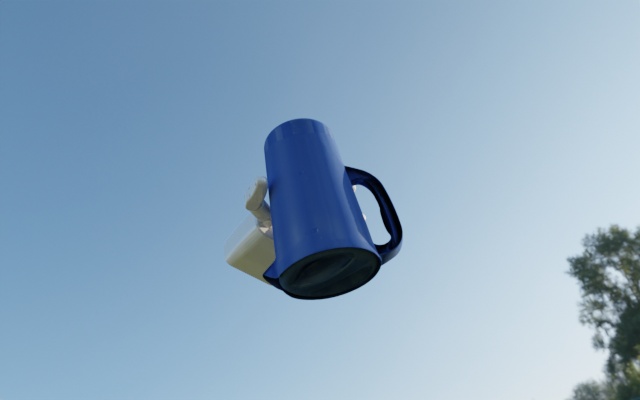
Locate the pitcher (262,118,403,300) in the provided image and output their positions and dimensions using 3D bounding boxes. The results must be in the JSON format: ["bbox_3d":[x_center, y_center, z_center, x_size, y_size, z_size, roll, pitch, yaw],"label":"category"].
[{"bbox_3d":[0.000,0.002,0.663,0.149,0.242,0.145,17,-45,-36],"label":"pitcher"}]
